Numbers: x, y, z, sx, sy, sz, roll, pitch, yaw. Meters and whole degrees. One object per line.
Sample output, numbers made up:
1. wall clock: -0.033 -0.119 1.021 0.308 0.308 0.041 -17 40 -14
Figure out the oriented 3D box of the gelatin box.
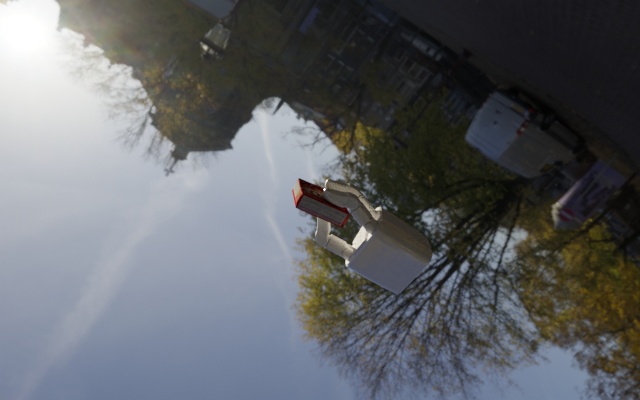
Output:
1. gelatin box: 0.000 0.003 0.789 0.089 0.030 0.073 23 18 -16
